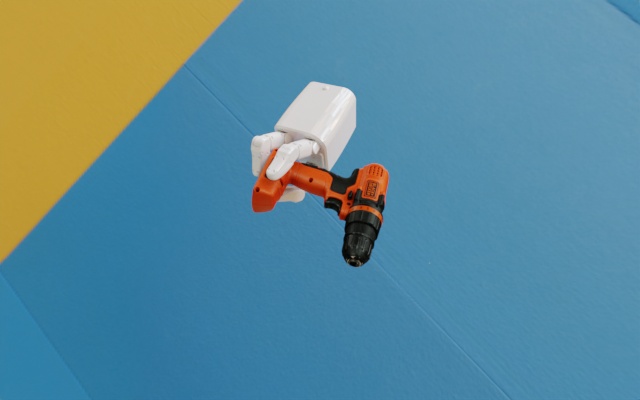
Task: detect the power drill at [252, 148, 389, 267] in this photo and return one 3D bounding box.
[{"bbox_3d":[0.000,0.002,0.693,0.187,0.184,0.057,15,-44,4],"label":"power drill"}]
